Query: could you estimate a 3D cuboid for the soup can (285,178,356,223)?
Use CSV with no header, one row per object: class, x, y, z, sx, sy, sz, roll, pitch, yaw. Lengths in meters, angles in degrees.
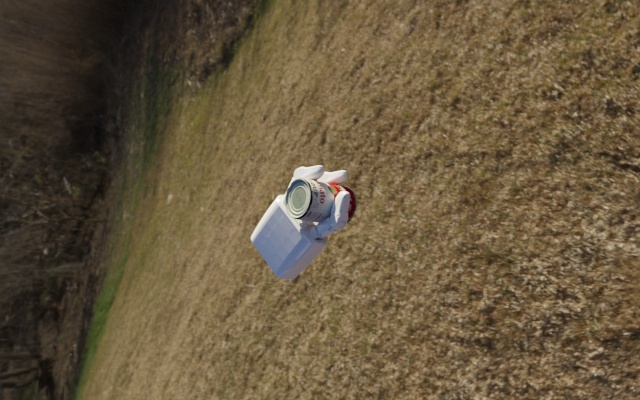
soup can,0.000,0.002,0.791,0.102,0.068,0.068,9,-6,-41
